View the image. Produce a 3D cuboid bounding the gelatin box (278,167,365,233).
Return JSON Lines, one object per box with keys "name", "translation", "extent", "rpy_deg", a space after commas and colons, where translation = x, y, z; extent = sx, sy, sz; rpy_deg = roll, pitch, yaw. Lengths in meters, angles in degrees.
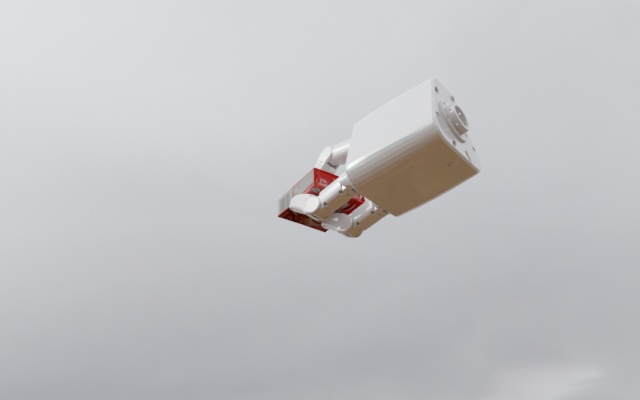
{"name": "gelatin box", "translation": [0.000, 0.002, 0.588], "extent": [0.073, 0.030, 0.089], "rpy_deg": [20, -37, -28]}
